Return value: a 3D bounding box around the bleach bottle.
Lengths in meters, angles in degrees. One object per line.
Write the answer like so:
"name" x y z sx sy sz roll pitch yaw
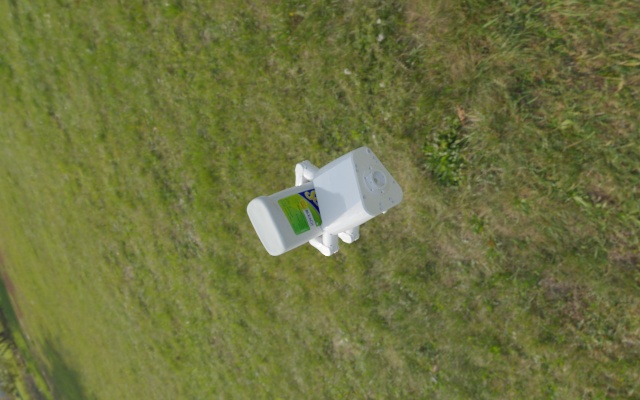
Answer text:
"bleach bottle" 0.000 0.003 0.841 0.250 0.102 0.068 -26 -1 -38
